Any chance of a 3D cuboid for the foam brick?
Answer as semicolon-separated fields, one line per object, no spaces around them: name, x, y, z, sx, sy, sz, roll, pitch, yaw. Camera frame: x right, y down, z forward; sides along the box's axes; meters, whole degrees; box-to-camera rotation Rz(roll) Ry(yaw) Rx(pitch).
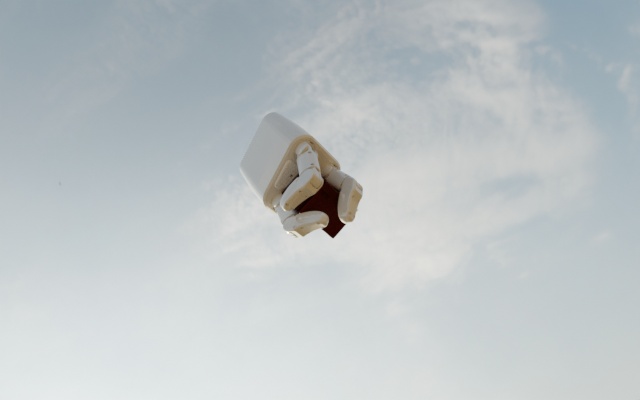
foam brick;0.000;0.002;0.625;0.078;0.053;0.051;41;3;-41
